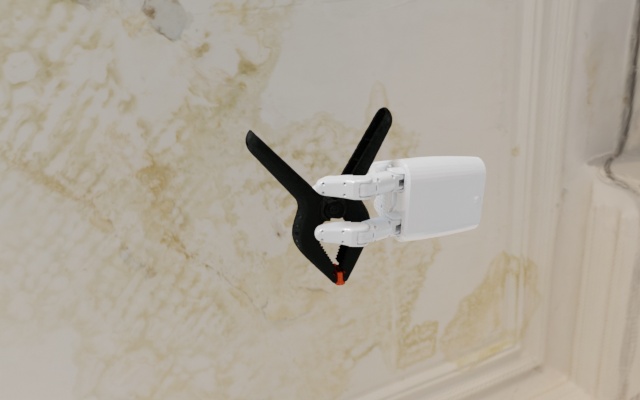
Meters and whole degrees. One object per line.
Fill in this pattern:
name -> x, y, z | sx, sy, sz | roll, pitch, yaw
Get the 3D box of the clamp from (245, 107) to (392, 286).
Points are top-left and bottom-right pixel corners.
clamp -> 0.000, 0.002, 0.547 | 0.164, 0.210, 0.036 | -5, 21, -15
